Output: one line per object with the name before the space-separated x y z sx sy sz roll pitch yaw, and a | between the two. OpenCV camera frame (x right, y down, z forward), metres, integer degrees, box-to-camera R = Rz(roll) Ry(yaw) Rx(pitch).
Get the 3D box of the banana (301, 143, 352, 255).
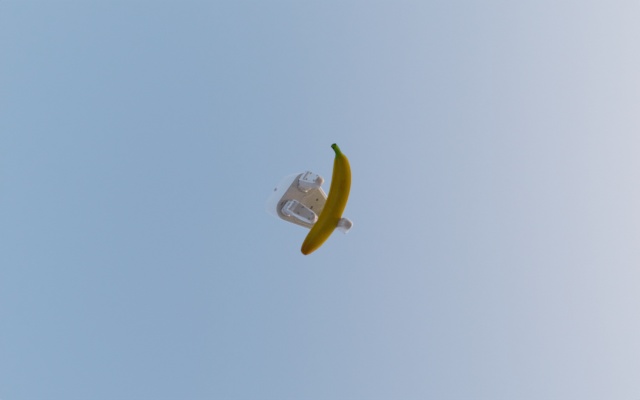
banana | 0.016 0.003 0.834 0.069 0.198 0.037 14 2 -34
